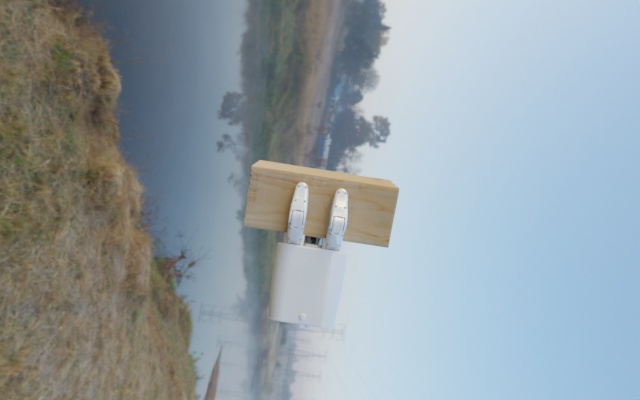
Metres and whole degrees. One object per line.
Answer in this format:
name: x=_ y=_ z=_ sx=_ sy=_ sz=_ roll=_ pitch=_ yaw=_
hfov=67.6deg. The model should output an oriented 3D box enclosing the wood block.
wood block: x=0.000 y=0.003 z=0.704 sx=0.206 sy=0.090 sz=0.091 roll=9 pitch=9 yaw=-2
